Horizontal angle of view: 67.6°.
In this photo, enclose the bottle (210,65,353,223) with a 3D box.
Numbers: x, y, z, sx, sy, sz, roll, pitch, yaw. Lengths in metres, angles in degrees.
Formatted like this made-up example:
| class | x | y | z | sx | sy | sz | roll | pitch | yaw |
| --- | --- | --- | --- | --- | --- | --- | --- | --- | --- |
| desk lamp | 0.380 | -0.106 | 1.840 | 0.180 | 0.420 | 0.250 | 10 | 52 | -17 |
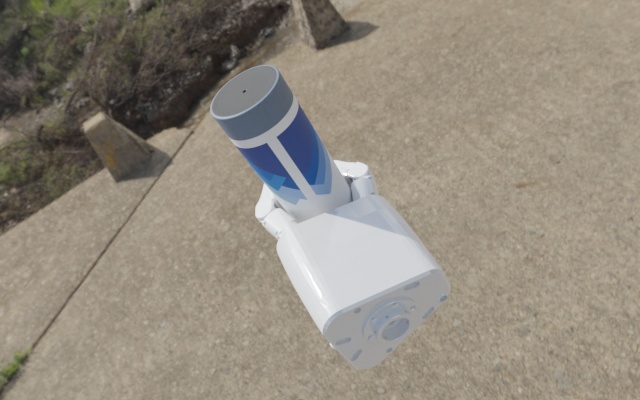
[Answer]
| class | x | y | z | sx | sy | sz | roll | pitch | yaw |
| --- | --- | --- | --- | --- | --- | --- | --- | --- | --- |
| bottle | 0.000 | 0.001 | 0.488 | 0.069 | 0.069 | 0.296 | 0 | -38 | 33 |
